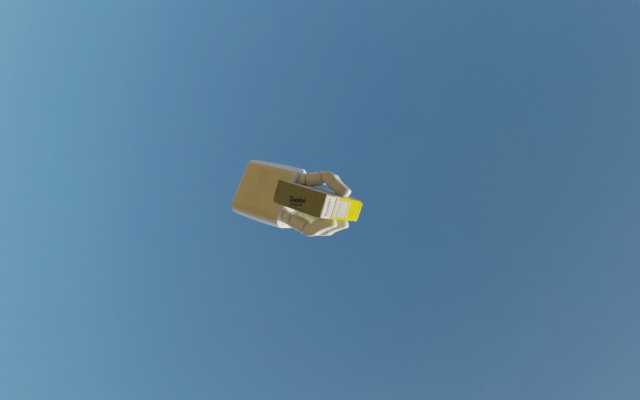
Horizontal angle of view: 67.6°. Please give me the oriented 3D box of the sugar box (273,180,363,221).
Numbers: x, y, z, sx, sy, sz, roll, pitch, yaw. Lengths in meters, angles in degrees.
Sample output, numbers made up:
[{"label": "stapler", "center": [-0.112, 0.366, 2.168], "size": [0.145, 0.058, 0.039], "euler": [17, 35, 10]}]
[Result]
[{"label": "sugar box", "center": [0.000, 0.003, 0.833], "size": [0.093, 0.048, 0.176], "euler": [18, 6, 24]}]
